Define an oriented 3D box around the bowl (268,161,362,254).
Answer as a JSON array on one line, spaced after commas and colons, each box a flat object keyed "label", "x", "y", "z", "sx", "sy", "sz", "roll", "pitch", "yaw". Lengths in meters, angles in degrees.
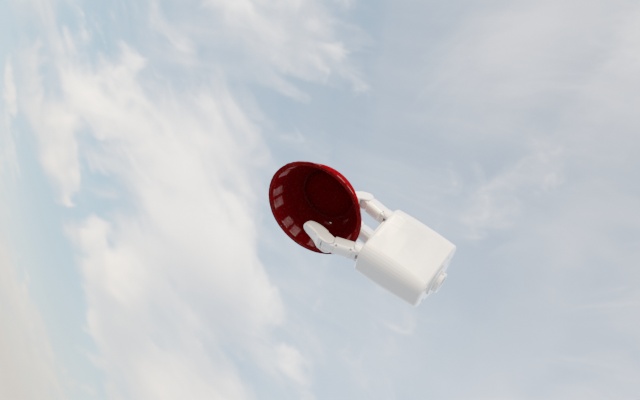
[{"label": "bowl", "x": -0.001, "y": 0.001, "z": 0.747, "sx": 0.162, "sy": 0.162, "sz": 0.055, "roll": 0, "pitch": 28, "yaw": 31}]
